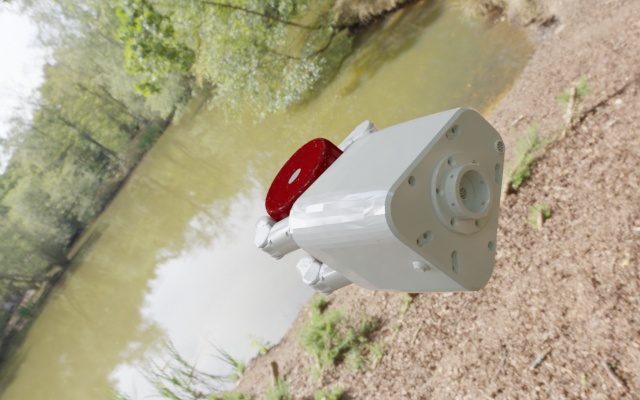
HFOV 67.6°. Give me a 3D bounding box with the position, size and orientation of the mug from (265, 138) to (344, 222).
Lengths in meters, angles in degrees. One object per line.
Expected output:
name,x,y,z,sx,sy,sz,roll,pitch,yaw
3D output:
mug,-0.001,0.001,0.426,0.081,0.093,0.117,37,-25,-23
